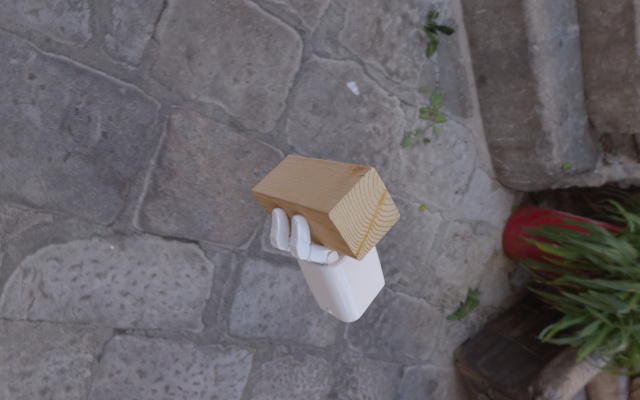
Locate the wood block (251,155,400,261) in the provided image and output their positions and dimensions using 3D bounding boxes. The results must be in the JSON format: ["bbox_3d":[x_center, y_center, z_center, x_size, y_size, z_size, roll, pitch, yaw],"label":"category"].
[{"bbox_3d":[0.001,0.002,0.688,0.091,0.090,0.206,-45,31,-20],"label":"wood block"}]
